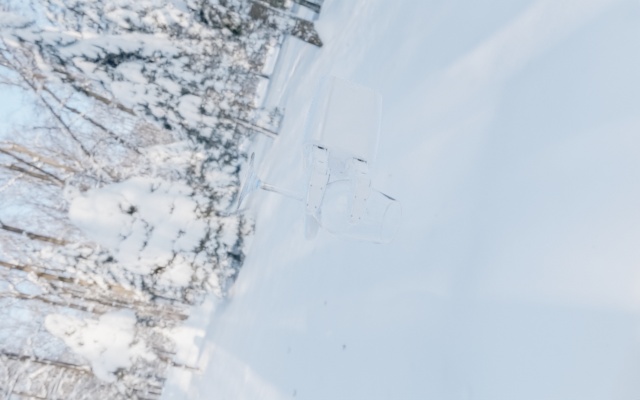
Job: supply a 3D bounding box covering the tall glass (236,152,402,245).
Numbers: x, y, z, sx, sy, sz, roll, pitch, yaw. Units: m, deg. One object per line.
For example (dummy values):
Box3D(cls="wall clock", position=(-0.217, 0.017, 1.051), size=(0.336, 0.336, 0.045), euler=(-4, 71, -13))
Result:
Box3D(cls="tall glass", position=(-0.001, 0.002, 0.610), size=(0.201, 0.079, 0.079), euler=(16, -4, -12))
